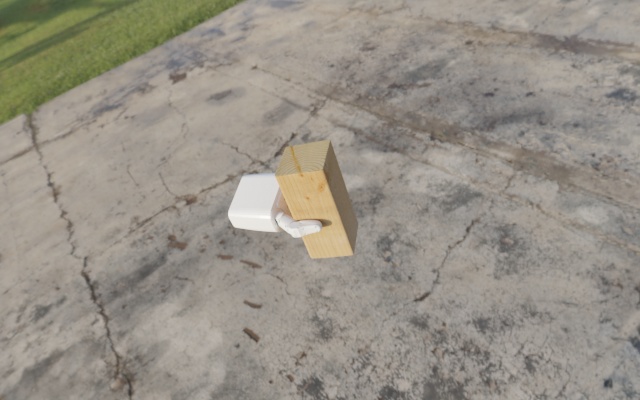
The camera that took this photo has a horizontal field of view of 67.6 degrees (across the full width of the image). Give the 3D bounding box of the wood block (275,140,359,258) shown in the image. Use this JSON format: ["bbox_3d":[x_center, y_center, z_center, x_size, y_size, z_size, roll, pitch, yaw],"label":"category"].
[{"bbox_3d":[0.000,0.003,0.887,0.090,0.206,0.090,-7,39,19],"label":"wood block"}]
